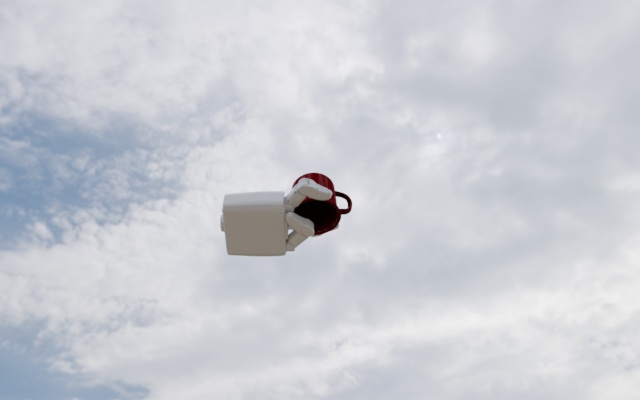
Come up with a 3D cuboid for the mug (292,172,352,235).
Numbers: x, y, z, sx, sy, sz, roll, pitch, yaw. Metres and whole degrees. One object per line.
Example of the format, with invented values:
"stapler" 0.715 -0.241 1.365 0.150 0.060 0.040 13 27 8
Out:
"mug" 0.002 0.003 0.877 0.117 0.093 0.081 -1 43 -4
